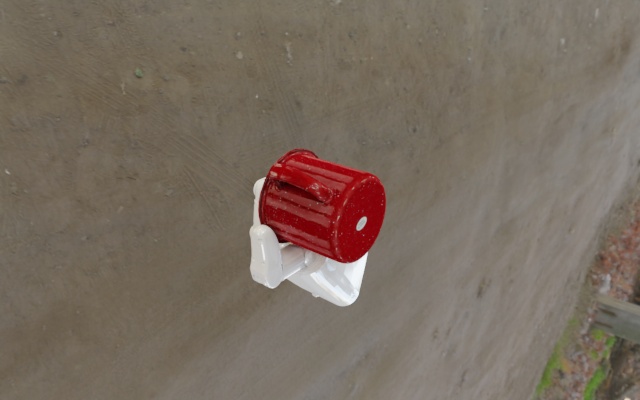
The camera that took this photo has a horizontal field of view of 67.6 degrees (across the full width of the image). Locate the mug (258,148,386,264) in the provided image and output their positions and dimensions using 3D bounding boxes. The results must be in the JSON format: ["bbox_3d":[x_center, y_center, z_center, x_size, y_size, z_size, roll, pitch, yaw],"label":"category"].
[{"bbox_3d":[0.000,0.001,0.419,0.081,0.093,0.117,19,-16,35],"label":"mug"}]
